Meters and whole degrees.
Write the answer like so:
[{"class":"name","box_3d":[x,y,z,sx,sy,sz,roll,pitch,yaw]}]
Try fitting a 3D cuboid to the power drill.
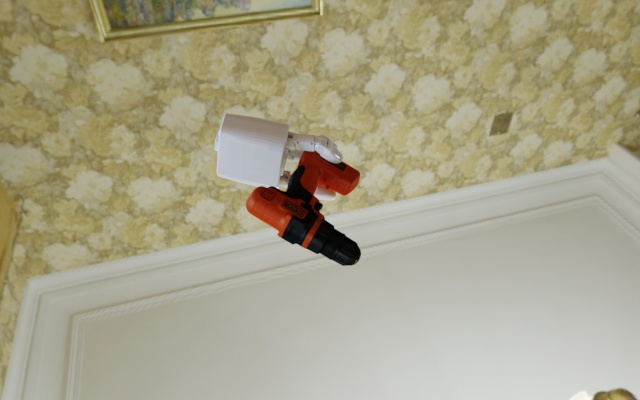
[{"class":"power drill","box_3d":[0.000,0.002,0.745,0.184,0.057,0.187,31,38,1]}]
